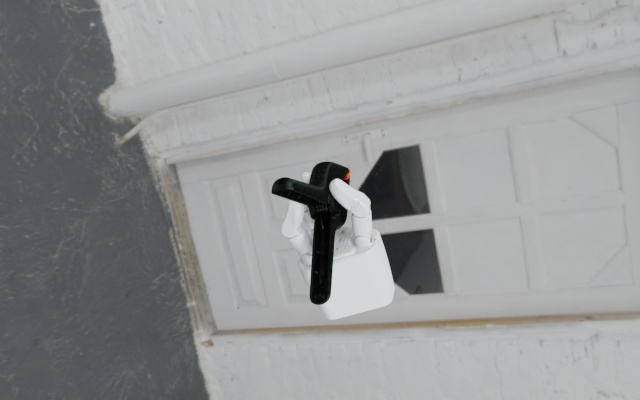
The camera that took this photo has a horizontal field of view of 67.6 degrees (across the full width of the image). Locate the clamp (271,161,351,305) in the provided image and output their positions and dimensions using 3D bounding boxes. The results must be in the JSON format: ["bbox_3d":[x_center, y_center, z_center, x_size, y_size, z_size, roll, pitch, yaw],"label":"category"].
[{"bbox_3d":[0.001,0.002,0.607,0.036,0.165,0.209,-6,33,21],"label":"clamp"}]
